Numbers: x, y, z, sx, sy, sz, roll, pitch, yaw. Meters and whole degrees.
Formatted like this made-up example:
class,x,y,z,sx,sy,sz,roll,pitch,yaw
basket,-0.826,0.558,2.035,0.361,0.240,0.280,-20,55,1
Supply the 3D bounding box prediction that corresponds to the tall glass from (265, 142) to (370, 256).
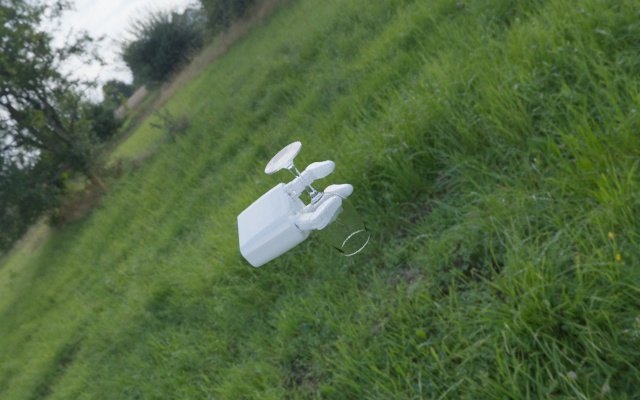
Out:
class,x,y,z,sx,sy,sz,roll,pitch,yaw
tall glass,0.000,0.002,0.787,0.079,0.201,0.079,-34,23,17
